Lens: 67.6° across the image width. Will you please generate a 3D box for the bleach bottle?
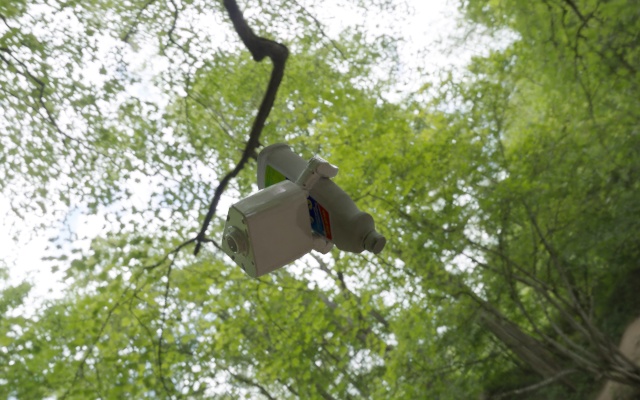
[{"bbox_3d":[0.000,0.003,0.750,0.068,0.103,0.250,-24,43,-37],"label":"bleach bottle"}]
